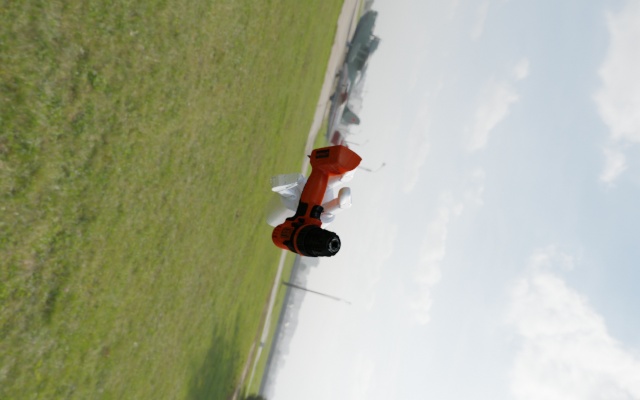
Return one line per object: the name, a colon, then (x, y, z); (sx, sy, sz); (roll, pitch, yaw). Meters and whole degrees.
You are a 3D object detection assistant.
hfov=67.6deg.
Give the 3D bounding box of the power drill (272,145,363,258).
power drill: (0.000, 0.002, 0.783); (0.057, 0.187, 0.184); (32, -15, -29)
